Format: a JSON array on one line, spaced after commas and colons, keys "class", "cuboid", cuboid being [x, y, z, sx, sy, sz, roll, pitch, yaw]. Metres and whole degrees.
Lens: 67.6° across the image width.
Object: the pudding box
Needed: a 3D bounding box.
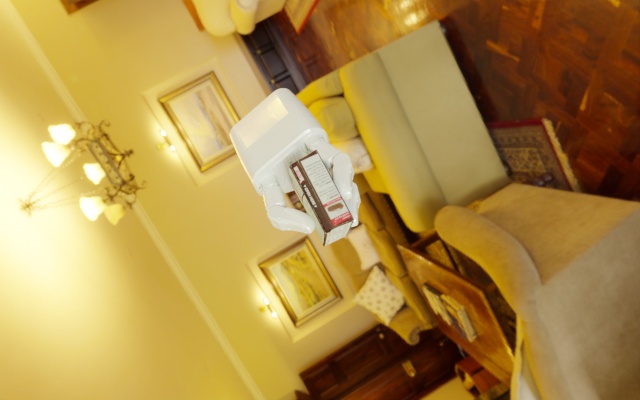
[{"class": "pudding box", "cuboid": [0.000, 0.002, 0.560, 0.039, 0.090, 0.113, -28, -10, -5]}]
